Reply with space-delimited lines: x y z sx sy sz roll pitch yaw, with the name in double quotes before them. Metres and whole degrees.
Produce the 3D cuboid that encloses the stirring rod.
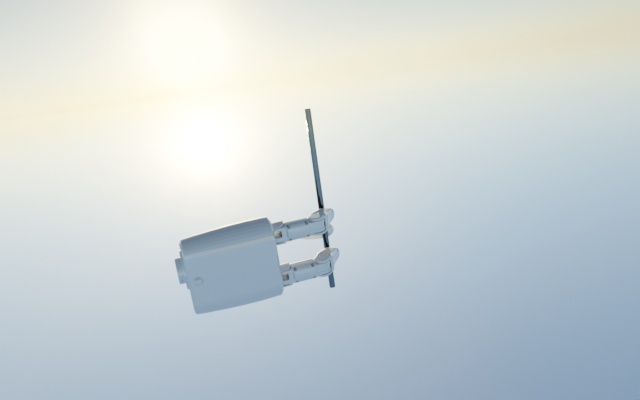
"stirring rod" 0.000 0.002 0.620 0.011 0.239 0.011 -7 15 2
